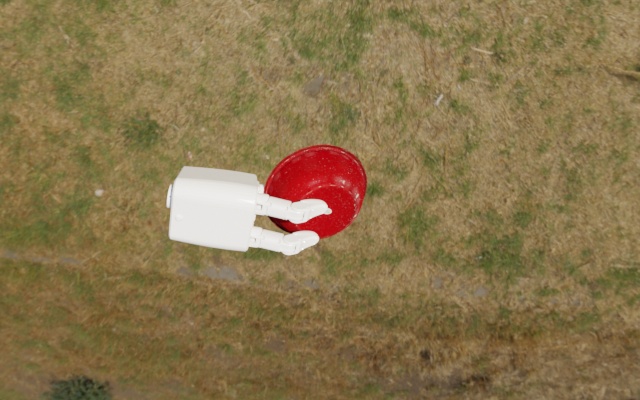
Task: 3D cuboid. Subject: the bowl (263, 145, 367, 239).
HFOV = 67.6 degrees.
[{"bbox_3d":[0.002,0.002,0.697,0.162,0.162,0.055,0,33,-19],"label":"bowl"}]
